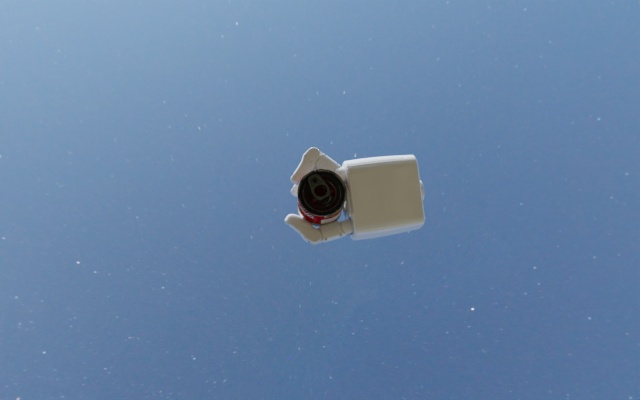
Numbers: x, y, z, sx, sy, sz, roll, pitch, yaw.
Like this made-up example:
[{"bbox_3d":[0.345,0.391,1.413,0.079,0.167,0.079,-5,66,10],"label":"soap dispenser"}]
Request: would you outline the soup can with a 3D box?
[{"bbox_3d":[0.000,0.003,0.697,0.068,0.068,0.102,0,-16,-3],"label":"soup can"}]
